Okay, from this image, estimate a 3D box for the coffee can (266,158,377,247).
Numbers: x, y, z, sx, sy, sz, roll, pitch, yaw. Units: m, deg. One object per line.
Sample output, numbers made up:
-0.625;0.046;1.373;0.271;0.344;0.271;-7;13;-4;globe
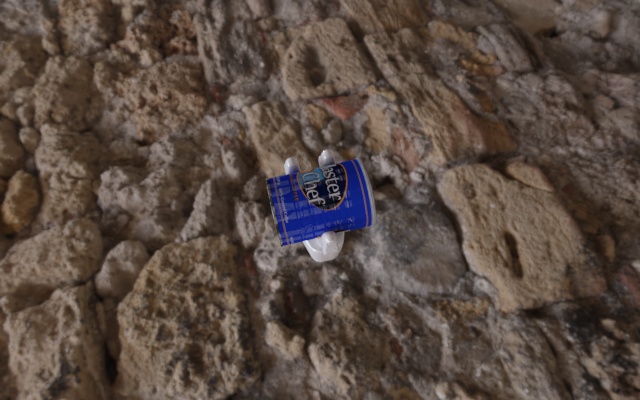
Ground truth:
0.000;0.002;0.694;0.140;0.103;0.103;-13;1;-4;coffee can
